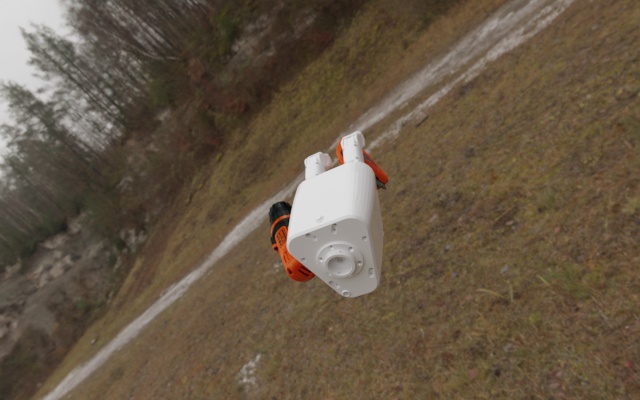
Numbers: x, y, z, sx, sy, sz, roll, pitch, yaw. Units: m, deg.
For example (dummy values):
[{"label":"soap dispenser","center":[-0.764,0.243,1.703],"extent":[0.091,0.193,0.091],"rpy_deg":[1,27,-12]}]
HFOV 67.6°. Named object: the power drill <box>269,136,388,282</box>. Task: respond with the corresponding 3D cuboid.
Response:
[{"label":"power drill","center":[0.000,0.002,0.679],"extent":[0.057,0.188,0.184],"rpy_deg":[32,14,-29]}]
